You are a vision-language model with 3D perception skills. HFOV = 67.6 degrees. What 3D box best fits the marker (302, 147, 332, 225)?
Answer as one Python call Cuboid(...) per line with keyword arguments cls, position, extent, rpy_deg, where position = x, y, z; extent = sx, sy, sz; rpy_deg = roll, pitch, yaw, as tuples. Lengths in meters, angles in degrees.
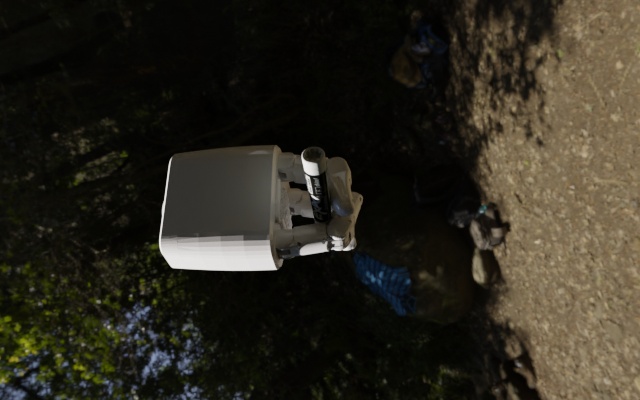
Cuboid(cls="marker", position=(0.000, 0.001, 0.426), extent=(0.020, 0.020, 0.121), rpy_deg=(0, -39, 7))
